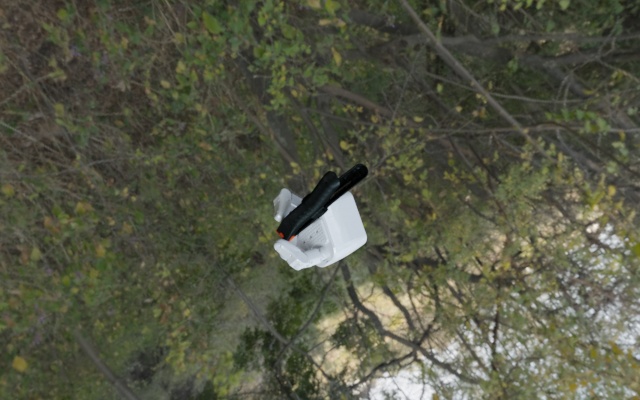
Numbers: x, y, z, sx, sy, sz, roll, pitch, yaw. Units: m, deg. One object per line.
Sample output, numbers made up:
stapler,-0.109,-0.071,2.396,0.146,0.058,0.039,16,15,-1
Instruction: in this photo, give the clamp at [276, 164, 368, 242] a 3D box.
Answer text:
clamp,0.000,0.003,0.726,0.120,0.039,0.171,-16,-21,-50
